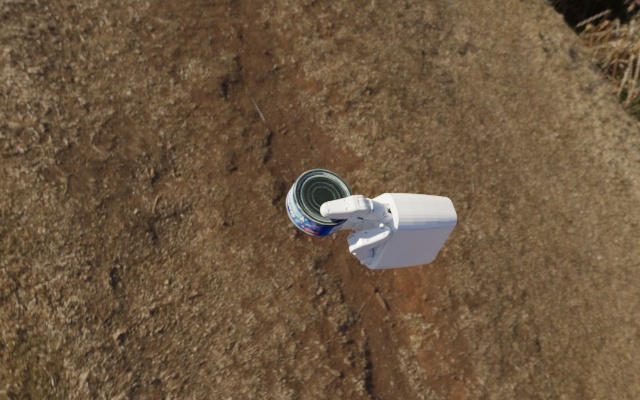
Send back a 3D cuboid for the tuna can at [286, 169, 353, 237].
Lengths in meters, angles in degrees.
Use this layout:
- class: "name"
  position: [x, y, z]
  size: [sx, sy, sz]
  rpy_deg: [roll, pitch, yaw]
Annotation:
- class: "tuna can"
  position: [0.000, 0.002, 0.628]
  size: [0.086, 0.086, 0.034]
  rpy_deg: [0, -28, -22]
